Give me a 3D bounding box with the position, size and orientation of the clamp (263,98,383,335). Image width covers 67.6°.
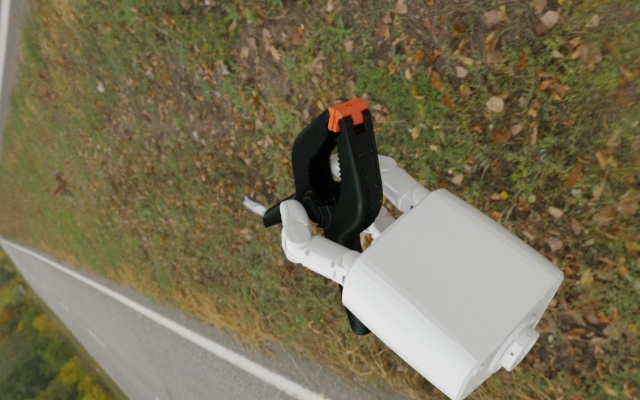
[{"bbox_3d":[0.000,0.001,0.410,0.036,0.210,0.164,-26,49,-31],"label":"clamp"}]
